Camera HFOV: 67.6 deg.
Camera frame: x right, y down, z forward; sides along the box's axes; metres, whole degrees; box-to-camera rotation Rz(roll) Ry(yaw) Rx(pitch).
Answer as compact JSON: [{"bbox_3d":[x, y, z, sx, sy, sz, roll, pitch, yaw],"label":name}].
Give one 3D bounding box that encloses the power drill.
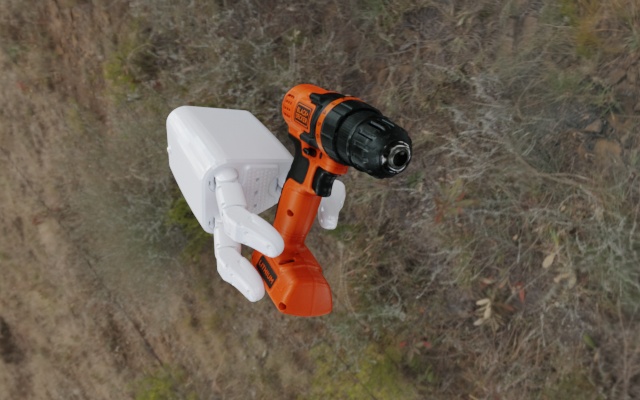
[{"bbox_3d":[0.000,0.002,0.413,0.057,0.188,0.184,9,18,-26],"label":"power drill"}]
